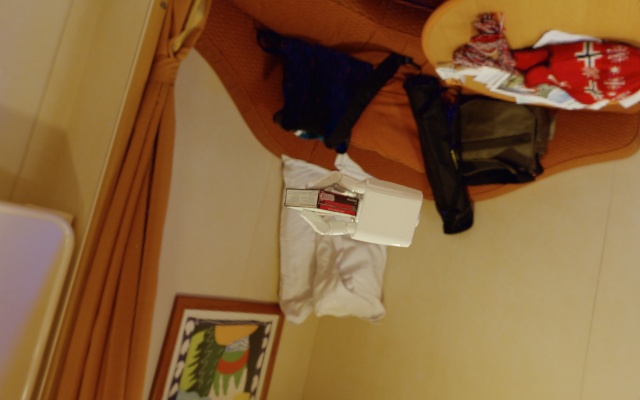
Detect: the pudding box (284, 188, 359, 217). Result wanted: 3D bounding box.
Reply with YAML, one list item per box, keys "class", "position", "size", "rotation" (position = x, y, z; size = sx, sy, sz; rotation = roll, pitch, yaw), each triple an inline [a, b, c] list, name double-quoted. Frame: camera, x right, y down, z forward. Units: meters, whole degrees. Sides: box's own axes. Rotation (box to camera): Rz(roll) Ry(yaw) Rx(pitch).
- class: "pudding box"
  position: [0.000, 0.003, 0.865]
  size: [0.090, 0.039, 0.113]
  rotation: [13, -8, -35]
